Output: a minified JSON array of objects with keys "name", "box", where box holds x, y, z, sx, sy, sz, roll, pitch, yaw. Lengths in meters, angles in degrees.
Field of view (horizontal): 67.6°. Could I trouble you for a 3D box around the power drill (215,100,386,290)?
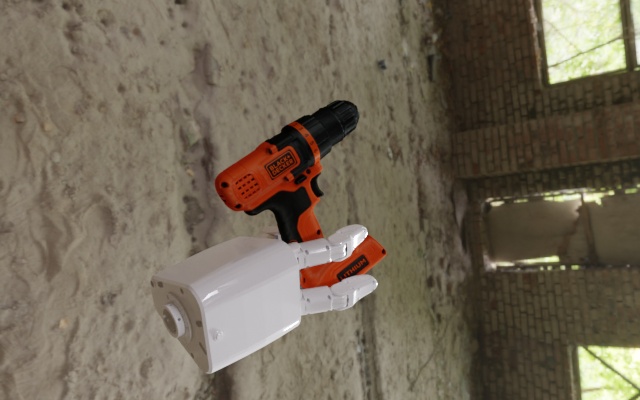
[{"name":"power drill","box":[0.000,0.002,0.538,0.184,0.188,0.057,-35,18,-18]}]
